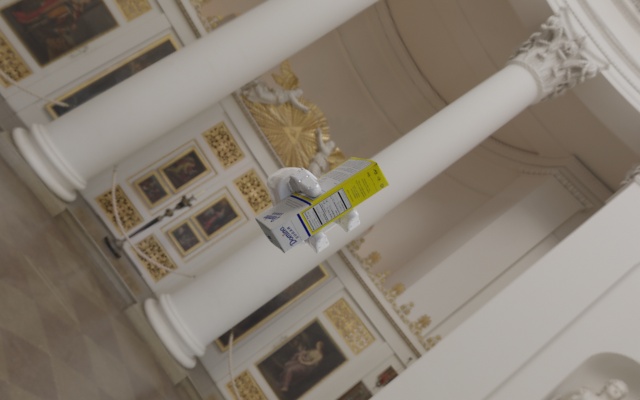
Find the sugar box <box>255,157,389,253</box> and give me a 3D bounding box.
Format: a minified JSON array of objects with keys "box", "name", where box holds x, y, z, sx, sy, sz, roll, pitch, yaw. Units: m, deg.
[{"box":[0.000,0.003,0.677,0.176,0.048,0.093,-35,18,-12],"name":"sugar box"}]
